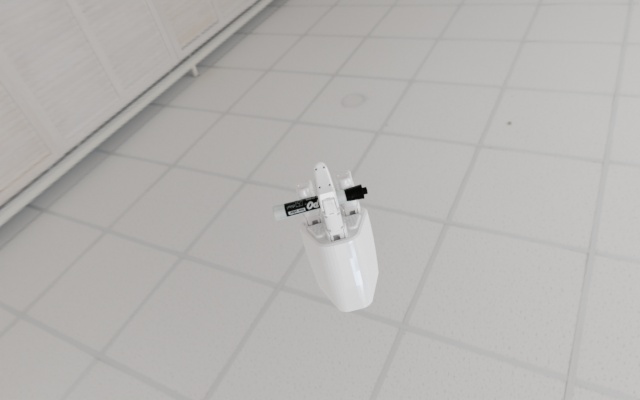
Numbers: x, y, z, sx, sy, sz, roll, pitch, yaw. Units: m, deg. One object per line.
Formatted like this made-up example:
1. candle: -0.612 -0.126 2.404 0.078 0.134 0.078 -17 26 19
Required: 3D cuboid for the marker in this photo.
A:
1. marker: 0.000 0.002 0.602 0.121 0.020 0.020 -14 -1 2
